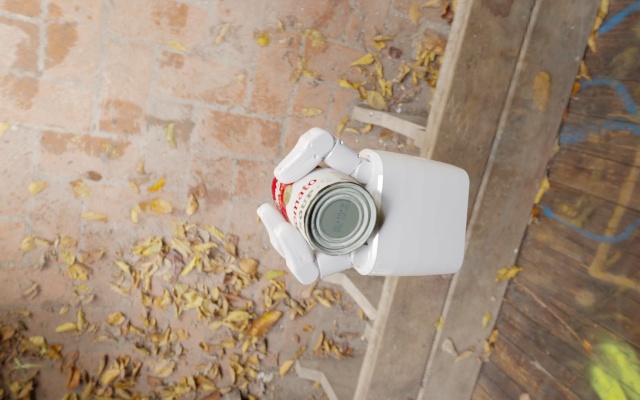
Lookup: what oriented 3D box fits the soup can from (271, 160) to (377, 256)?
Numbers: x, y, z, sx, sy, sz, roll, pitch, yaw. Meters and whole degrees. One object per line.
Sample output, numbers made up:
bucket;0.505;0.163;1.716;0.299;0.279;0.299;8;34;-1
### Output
soup can;0.000;0.001;0.439;0.068;0.068;0.102;0;18;-22
